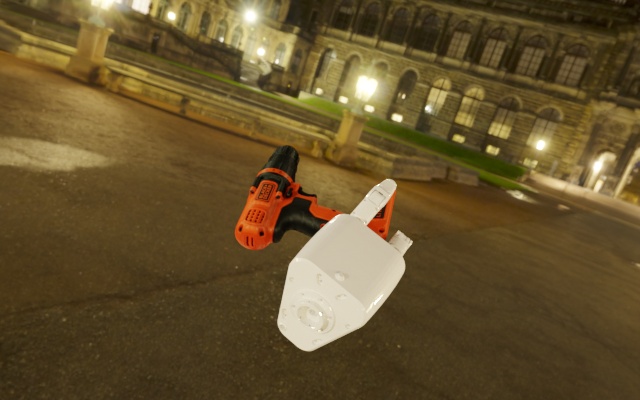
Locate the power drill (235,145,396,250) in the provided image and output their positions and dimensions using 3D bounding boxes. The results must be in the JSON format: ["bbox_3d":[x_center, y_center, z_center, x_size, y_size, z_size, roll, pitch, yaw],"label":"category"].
[{"bbox_3d":[0.000,0.002,0.628,0.187,0.057,0.184,10,46,8],"label":"power drill"}]
